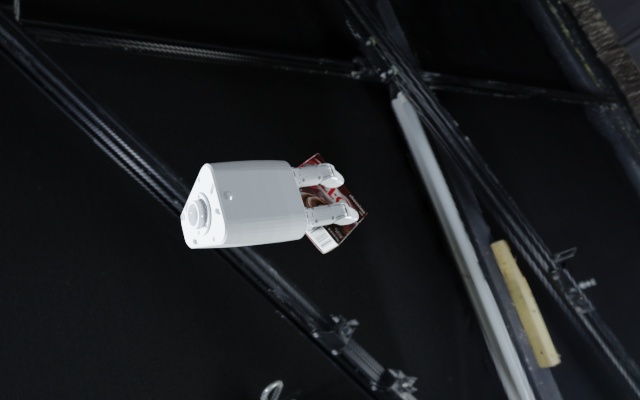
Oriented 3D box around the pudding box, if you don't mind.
[{"bbox_3d":[0.000,0.002,0.643,0.039,0.113,0.090,-35,5,42],"label":"pudding box"}]
